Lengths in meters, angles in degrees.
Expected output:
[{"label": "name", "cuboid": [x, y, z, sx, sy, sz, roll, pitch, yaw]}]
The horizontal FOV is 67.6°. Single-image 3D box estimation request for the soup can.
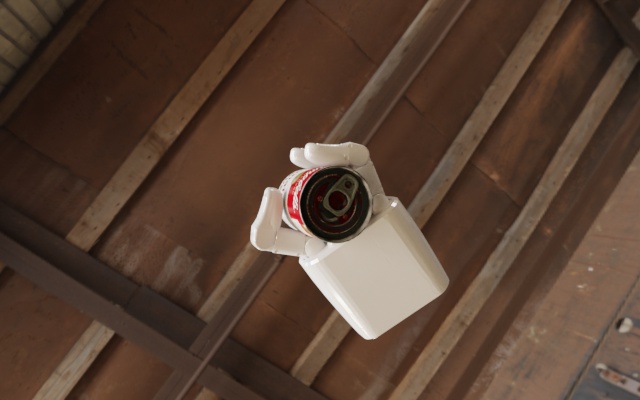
[{"label": "soup can", "cuboid": [0.000, 0.001, 0.460, 0.068, 0.068, 0.102, 0, 2, -17]}]
